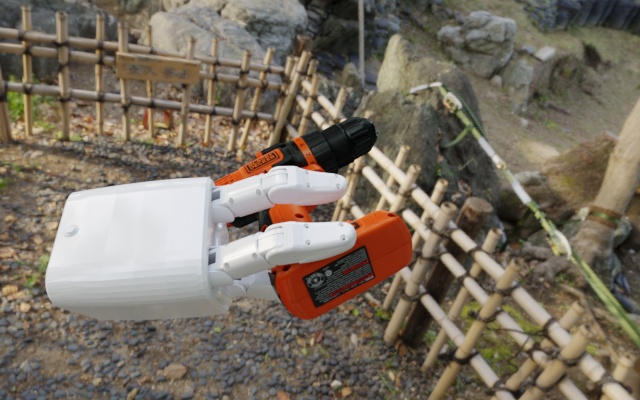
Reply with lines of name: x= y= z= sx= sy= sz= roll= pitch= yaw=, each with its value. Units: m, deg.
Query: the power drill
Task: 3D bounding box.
power drill: x=0.000 y=0.002 z=0.416 sx=0.184 sy=0.057 sz=0.187 roll=-29 pitch=36 yaw=-7
